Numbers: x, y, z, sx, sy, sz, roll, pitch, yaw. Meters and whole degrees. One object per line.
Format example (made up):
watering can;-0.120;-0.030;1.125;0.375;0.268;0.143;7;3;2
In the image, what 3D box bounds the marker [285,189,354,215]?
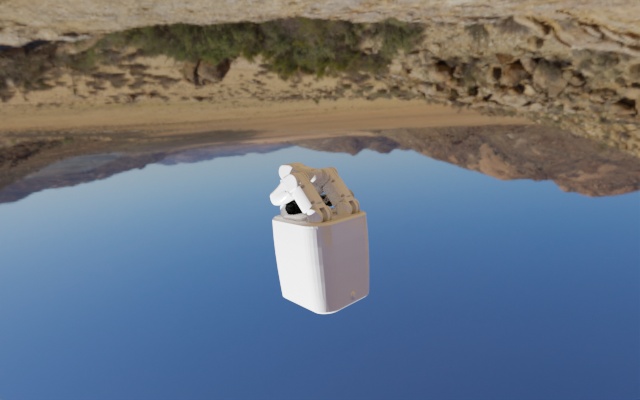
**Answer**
marker;0.000;0.002;0.619;0.020;0.020;0.121;0;8;42
